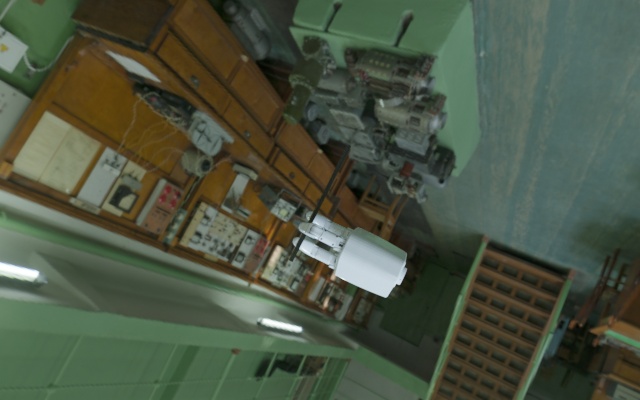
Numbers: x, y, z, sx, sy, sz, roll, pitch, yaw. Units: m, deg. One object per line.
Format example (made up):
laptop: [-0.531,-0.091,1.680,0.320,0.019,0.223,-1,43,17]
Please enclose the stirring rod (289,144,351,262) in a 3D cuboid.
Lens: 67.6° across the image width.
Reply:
stirring rod: [0.000,0.003,0.876,0.011,0.239,0.011,26,-9,5]
